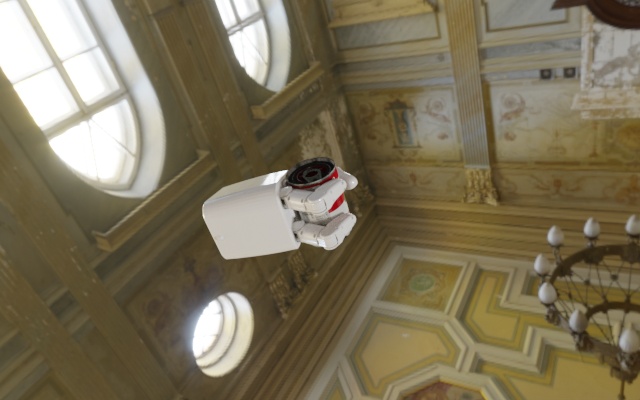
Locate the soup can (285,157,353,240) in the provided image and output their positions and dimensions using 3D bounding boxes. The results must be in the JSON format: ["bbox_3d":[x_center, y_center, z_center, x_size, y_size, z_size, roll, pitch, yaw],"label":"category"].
[{"bbox_3d":[0.001,0.002,0.645,0.068,0.102,0.068,-13,31,8],"label":"soup can"}]
